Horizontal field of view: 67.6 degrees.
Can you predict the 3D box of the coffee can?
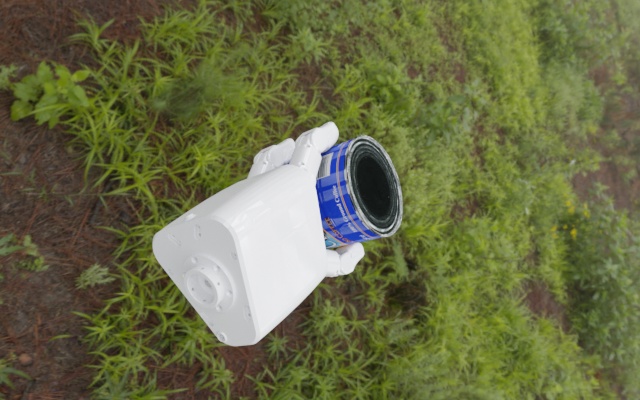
[{"bbox_3d":[0.000,0.002,0.503,0.140,0.103,0.103,-17,-10,35],"label":"coffee can"}]
